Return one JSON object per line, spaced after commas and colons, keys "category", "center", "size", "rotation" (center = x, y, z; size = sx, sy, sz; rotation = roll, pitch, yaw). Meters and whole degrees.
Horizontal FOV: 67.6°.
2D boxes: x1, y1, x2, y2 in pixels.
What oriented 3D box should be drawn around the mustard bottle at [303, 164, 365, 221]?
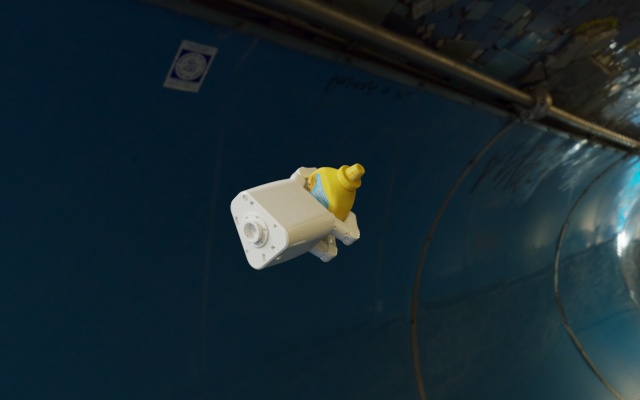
{"category": "mustard bottle", "center": [0.000, 0.003, 0.774], "size": [0.058, 0.096, 0.192], "rotation": [14, -42, -40]}
